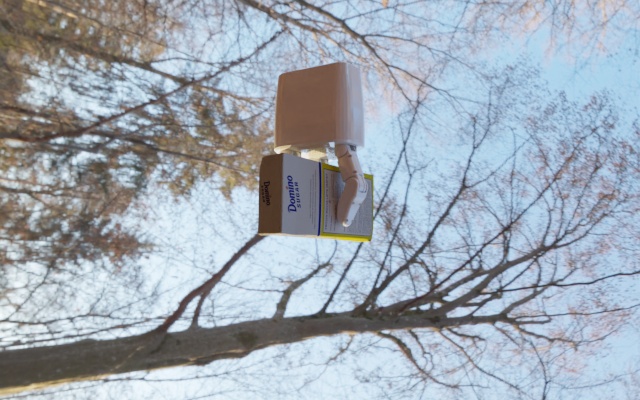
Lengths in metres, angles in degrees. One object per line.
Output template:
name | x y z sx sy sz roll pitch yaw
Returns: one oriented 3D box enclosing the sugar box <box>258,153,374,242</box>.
sugar box | 0.000 0.002 0.597 0.048 0.093 0.176 -6 -11 43
